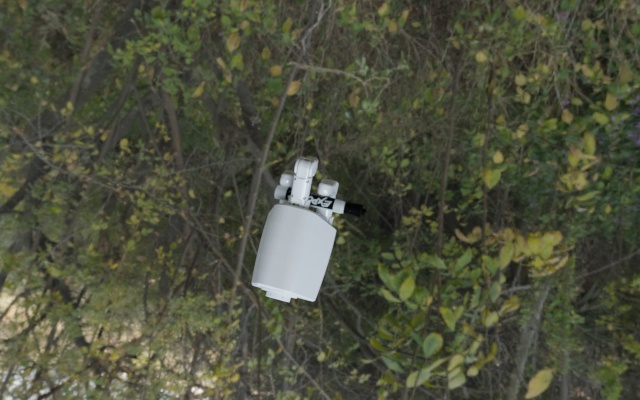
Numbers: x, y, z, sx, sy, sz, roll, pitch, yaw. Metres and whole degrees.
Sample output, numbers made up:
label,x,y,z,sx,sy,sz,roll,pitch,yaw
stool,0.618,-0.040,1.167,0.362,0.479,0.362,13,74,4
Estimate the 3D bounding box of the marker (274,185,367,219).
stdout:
label,x,y,z,sx,sy,sz,roll,pitch,yaw
marker,0.000,0.002,0.619,0.121,0.020,0.020,13,2,9
